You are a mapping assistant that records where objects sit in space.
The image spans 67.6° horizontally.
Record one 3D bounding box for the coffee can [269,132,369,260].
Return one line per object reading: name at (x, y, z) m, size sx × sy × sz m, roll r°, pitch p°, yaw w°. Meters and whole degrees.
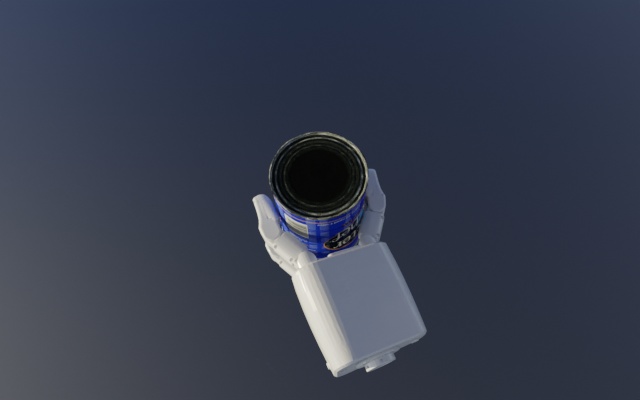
coffee can at (0.000, 0.002, 0.550) m, size 0.103 × 0.102 × 0.140 m, roll 0°, pitch -25°, yaw 2°
